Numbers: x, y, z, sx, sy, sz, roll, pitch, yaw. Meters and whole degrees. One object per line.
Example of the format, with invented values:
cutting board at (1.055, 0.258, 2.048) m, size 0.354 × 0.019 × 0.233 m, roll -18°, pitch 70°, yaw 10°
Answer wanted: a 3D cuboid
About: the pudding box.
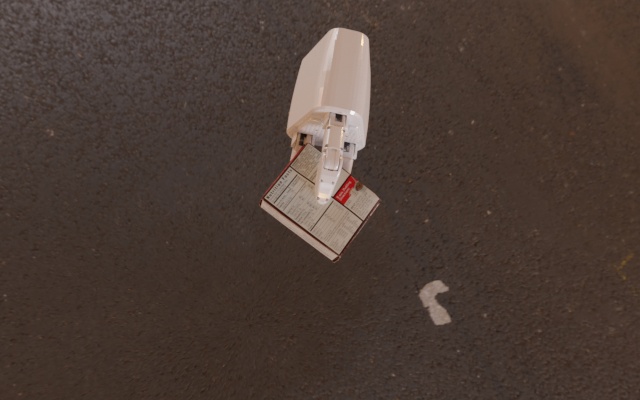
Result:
pudding box at (0.000, 0.002, 0.552) m, size 0.113 × 0.090 × 0.039 m, roll 37°, pitch -17°, yaw 2°
